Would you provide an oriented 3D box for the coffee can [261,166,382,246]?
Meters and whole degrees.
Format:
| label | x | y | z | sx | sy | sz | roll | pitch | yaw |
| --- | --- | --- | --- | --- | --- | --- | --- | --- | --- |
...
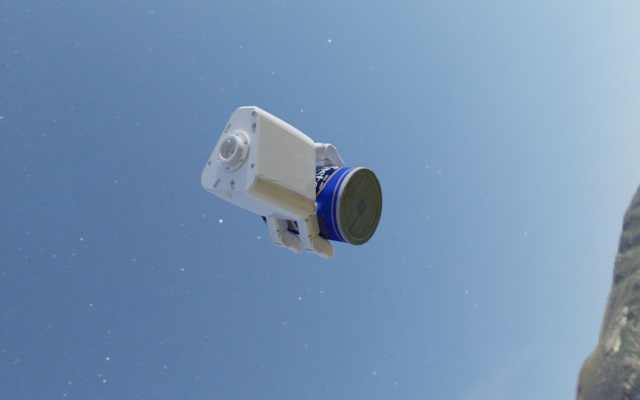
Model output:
| label | x | y | z | sx | sy | sz | roll | pitch | yaw |
| --- | --- | --- | --- | --- | --- | --- | --- | --- | --- |
| coffee can | 0.000 | 0.002 | 0.665 | 0.140 | 0.103 | 0.103 | 6 | 4 | 37 |
